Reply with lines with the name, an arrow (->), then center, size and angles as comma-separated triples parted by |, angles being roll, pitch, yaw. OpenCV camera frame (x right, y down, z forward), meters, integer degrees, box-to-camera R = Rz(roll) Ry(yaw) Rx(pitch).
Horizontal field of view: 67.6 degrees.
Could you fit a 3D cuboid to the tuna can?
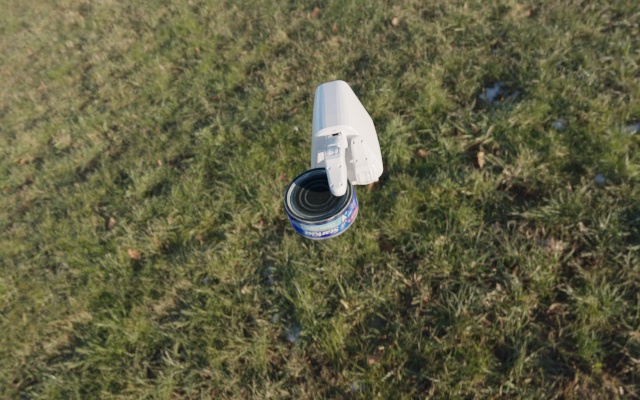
tuna can -> 0.000, 0.002, 0.565 | 0.086, 0.086, 0.034 | 0, -37, 14
